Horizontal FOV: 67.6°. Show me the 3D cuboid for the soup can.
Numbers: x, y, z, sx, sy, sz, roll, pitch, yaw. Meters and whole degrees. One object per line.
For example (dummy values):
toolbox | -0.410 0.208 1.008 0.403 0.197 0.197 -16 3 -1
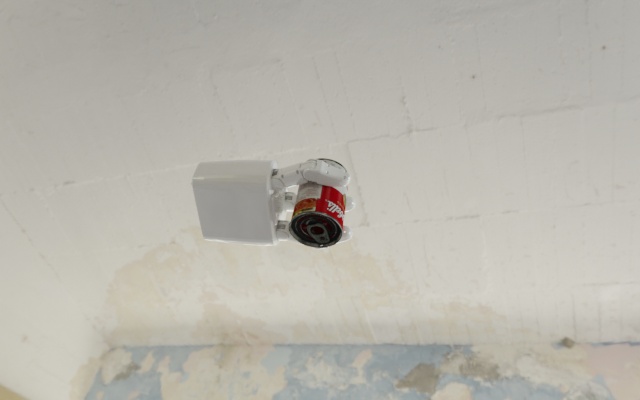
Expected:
soup can | 0.001 0.002 0.629 0.068 0.102 0.069 5 -43 5
